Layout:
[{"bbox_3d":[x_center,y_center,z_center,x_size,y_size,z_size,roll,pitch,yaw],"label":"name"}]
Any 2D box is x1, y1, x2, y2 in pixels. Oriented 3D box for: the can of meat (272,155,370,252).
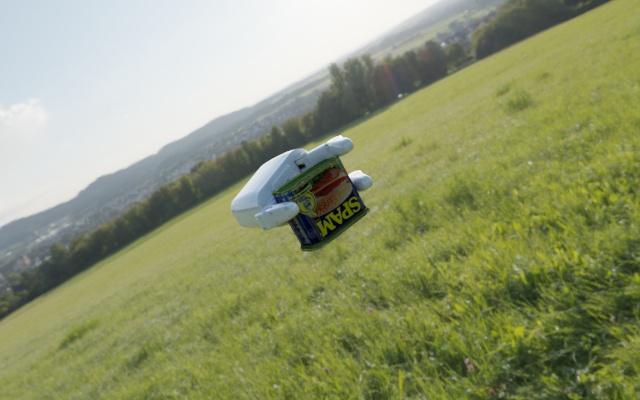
[{"bbox_3d":[0.000,0.002,0.605,0.102,0.084,0.057,-35,13,-27],"label":"can of meat"}]
